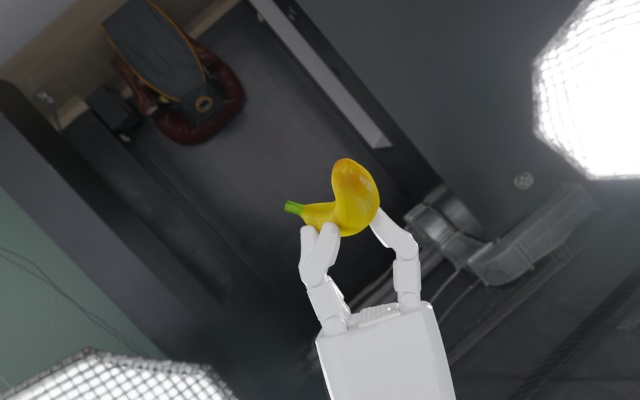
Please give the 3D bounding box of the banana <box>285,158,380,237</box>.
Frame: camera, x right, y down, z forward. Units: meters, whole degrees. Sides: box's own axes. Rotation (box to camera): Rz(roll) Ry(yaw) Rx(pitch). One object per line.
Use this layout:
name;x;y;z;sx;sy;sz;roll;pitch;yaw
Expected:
banana;0.017;0.007;0.443;0.069;0.037;0.198;15;-15;-13
